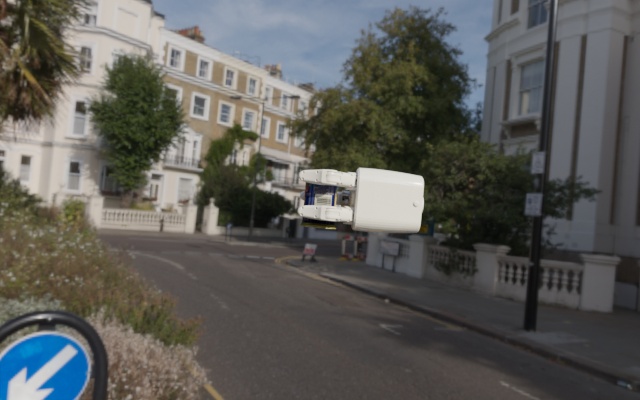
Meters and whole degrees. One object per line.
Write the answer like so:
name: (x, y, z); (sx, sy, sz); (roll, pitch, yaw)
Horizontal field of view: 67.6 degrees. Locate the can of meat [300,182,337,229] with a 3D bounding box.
can of meat: (0.000, 0.002, 0.787); (0.057, 0.084, 0.102); (5, -1, 1)
